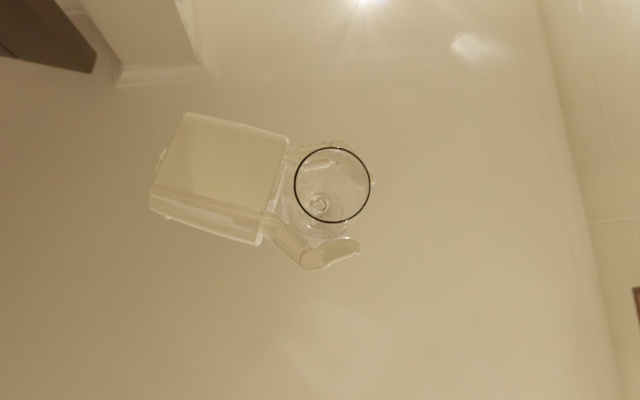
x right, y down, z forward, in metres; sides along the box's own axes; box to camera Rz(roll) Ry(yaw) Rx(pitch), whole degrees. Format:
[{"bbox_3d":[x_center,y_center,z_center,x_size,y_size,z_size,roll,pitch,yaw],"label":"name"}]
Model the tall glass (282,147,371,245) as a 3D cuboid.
[{"bbox_3d":[0.000,0.002,0.472,0.079,0.079,0.201,0,-8,-6],"label":"tall glass"}]
